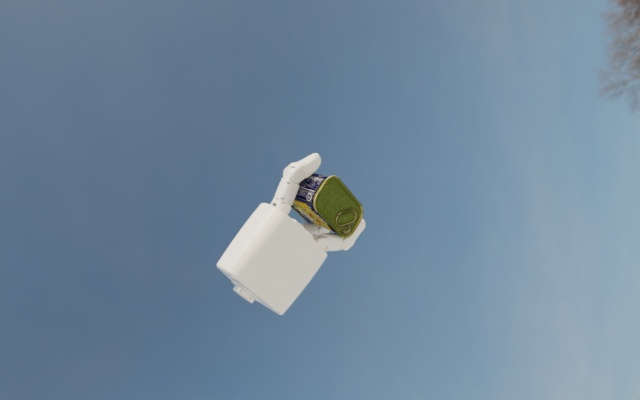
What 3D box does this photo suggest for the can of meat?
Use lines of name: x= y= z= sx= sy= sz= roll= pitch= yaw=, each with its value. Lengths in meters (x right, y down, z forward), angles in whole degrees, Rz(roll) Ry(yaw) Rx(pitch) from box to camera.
can of meat: x=0.000 y=0.002 z=0.692 sx=0.084 sy=0.057 sz=0.102 roll=17 pitch=-22 yaw=45
